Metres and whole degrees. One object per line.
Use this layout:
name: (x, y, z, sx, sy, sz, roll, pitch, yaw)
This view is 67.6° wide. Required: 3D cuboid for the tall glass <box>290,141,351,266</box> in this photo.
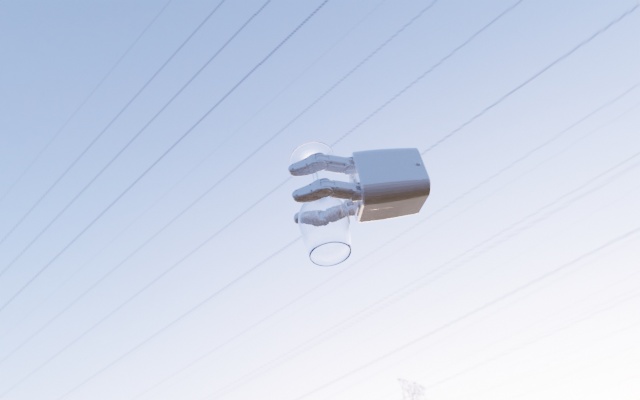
tall glass: (0.000, 0.002, 0.747, 0.079, 0.200, 0.079, -6, -40, -5)
